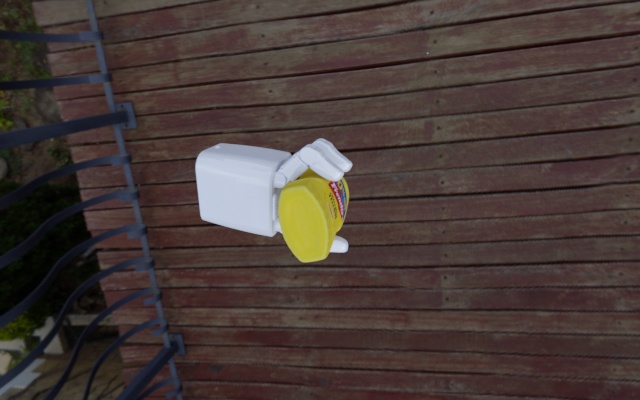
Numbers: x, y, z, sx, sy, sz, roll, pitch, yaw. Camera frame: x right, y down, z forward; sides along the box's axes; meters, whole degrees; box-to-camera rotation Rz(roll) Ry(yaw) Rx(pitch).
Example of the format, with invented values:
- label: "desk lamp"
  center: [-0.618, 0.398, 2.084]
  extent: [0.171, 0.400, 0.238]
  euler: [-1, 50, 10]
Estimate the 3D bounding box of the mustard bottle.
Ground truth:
- label: "mustard bottle"
  center: [0.000, 0.002, 0.634]
  extent: [0.058, 0.096, 0.191]
  euler: [-13, 13, 16]
